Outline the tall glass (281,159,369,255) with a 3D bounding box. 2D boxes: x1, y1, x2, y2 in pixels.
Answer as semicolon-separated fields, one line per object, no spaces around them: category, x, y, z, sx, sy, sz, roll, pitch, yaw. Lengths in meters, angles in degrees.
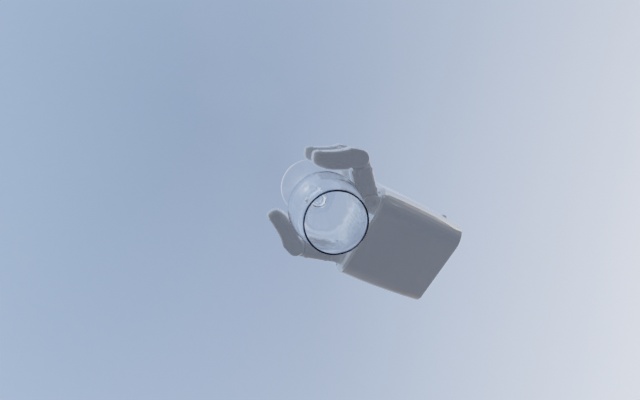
tall glass;0.000;0.002;0.529;0.079;0.079;0.201;0;11;-8
